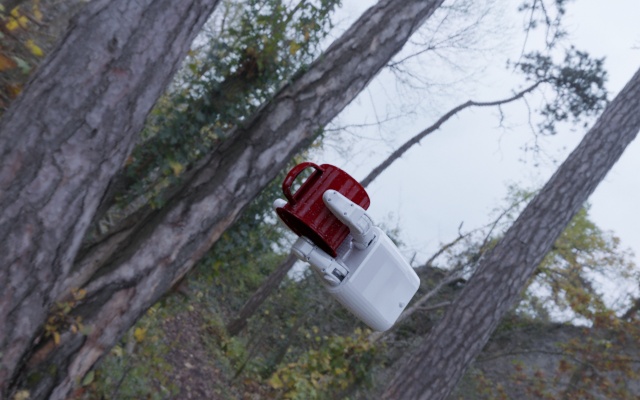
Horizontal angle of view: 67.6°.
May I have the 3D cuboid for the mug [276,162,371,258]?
[{"bbox_3d":[-0.001,0.001,0.574,0.117,0.081,0.093,49,-17,-32],"label":"mug"}]
